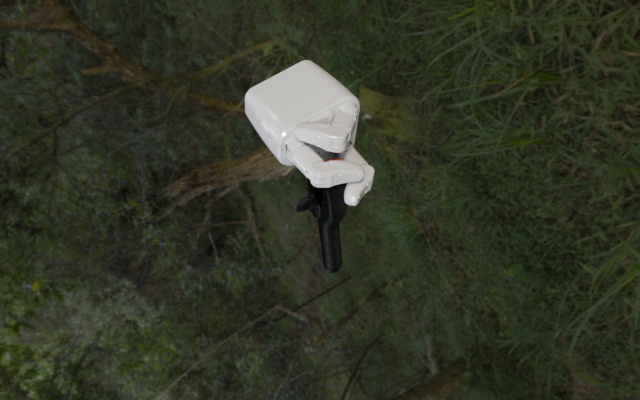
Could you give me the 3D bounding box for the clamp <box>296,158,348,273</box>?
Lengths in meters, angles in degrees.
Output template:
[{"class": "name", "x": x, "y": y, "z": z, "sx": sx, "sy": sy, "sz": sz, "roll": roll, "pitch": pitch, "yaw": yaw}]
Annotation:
[{"class": "clamp", "x": 0.000, "y": 0.002, "z": 0.616, "sx": 0.039, "sy": 0.172, "sz": 0.120, "roll": -19, "pitch": 50, "yaw": -24}]
